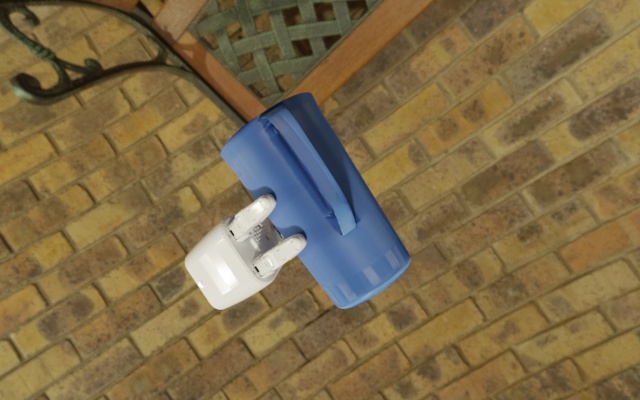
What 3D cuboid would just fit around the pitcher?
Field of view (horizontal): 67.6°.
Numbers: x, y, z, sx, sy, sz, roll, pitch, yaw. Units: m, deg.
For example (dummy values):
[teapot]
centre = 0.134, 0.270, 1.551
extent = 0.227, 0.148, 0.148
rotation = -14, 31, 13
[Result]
[pitcher]
centre = 0.000, 0.002, 0.565
extent = 0.145, 0.243, 0.149
rotation = -36, -2, 34
